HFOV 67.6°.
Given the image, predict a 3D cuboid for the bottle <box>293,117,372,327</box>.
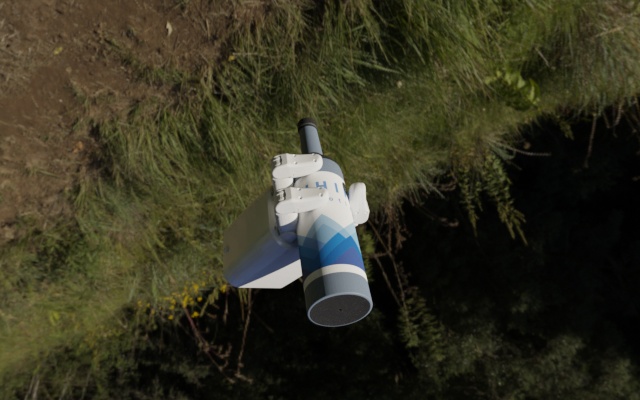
[{"bbox_3d":[0.000,0.002,0.574,0.069,0.295,0.069,-6,-42,-5],"label":"bottle"}]
